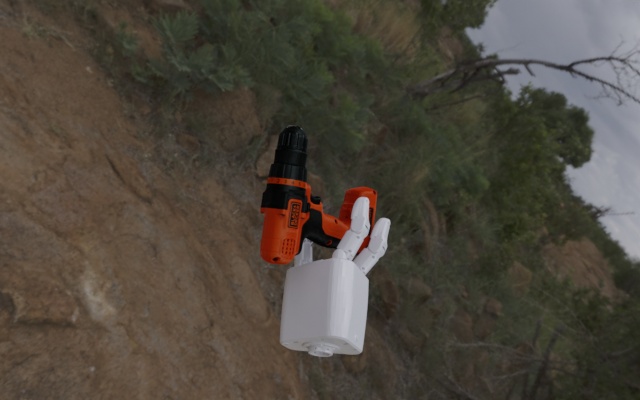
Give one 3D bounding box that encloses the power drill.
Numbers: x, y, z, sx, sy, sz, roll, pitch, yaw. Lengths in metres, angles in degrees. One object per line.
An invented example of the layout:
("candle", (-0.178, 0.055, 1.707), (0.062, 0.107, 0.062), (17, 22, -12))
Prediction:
("power drill", (0.000, 0.003, 0.677), (0.188, 0.184, 0.057), (12, -4, -43))
